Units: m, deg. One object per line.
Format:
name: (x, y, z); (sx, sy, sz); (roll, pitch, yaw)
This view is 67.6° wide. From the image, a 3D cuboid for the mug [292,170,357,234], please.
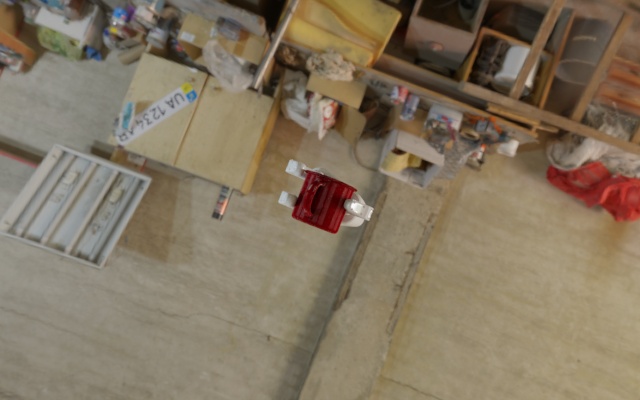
mug: (0.000, 0.003, 0.771); (0.093, 0.081, 0.117); (21, -2, 17)
